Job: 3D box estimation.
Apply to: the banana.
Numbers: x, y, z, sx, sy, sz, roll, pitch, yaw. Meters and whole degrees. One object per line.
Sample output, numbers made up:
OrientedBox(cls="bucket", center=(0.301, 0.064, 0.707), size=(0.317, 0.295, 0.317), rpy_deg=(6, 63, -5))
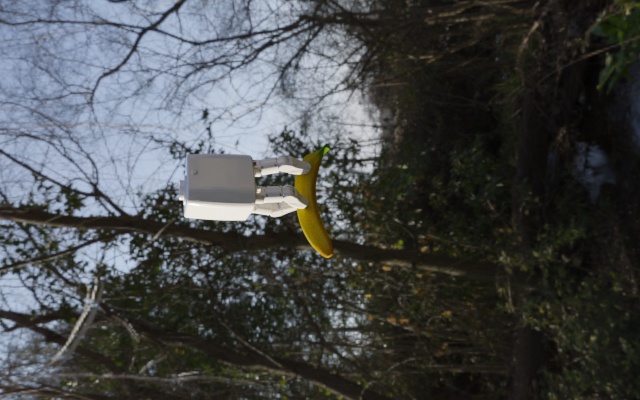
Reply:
OrientedBox(cls="banana", center=(-0.014, 0.002, 0.829), size=(0.069, 0.197, 0.037), rpy_deg=(-10, -12, 42))
